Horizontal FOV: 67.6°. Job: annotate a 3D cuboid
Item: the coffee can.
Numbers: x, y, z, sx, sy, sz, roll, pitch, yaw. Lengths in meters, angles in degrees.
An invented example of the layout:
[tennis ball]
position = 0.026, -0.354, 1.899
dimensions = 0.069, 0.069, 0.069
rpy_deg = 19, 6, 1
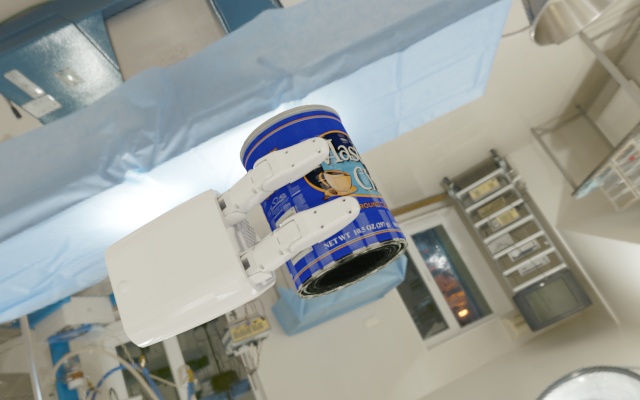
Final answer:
[coffee can]
position = 0.000, 0.001, 0.426
dimensions = 0.103, 0.140, 0.103
rpy_deg = -22, -21, -9
